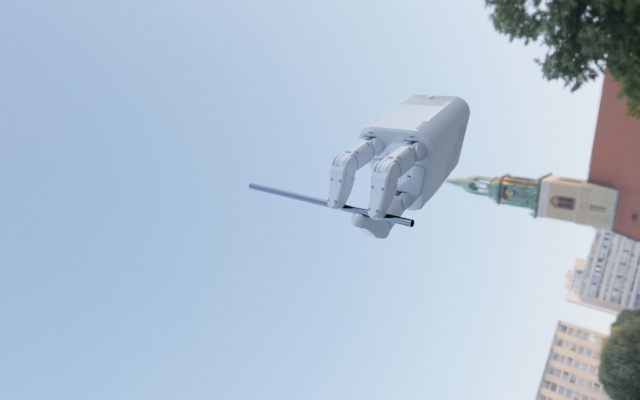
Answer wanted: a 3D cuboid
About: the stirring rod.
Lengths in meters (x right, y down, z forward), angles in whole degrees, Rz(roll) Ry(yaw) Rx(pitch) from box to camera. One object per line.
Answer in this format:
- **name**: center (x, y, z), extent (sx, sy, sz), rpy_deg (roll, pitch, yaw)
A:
- **stirring rod**: center (0.000, 0.002, 0.547), extent (0.239, 0.011, 0.011), rpy_deg (13, 8, 39)
